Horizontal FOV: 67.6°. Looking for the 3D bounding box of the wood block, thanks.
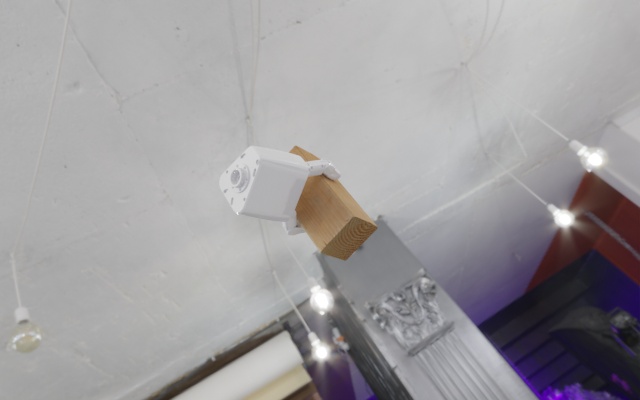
[{"bbox_3d":[0.000,0.003,0.892,0.090,0.091,0.206,25,22,-52],"label":"wood block"}]
